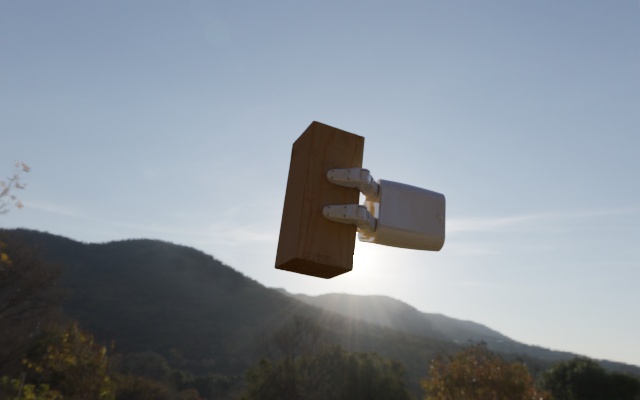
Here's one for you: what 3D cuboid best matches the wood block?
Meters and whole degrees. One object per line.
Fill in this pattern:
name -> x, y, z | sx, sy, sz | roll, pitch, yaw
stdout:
wood block -> 0.000, 0.002, 0.707 | 0.090, 0.206, 0.091 | 15, -23, -19
